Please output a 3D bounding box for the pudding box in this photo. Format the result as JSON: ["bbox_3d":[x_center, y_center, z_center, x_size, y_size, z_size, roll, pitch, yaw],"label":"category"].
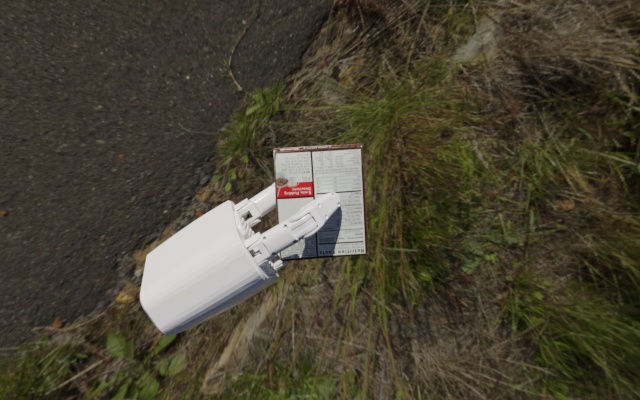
[{"bbox_3d":[0.000,0.002,0.480,0.090,0.113,0.039,-3,9,-3],"label":"pudding box"}]
